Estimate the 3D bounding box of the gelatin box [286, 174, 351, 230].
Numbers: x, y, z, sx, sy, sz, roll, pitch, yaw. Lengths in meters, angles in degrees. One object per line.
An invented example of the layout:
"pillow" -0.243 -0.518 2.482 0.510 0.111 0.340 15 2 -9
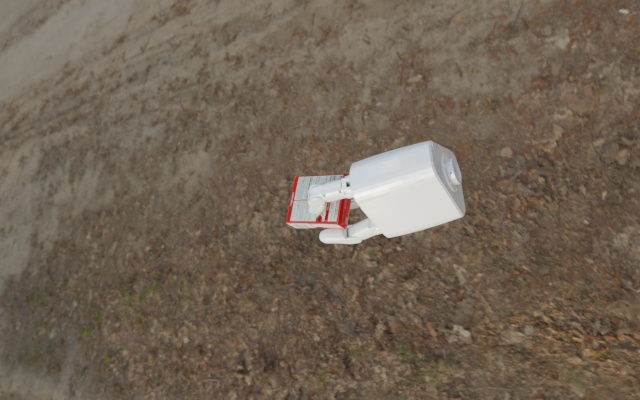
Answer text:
"gelatin box" 0.000 0.002 0.678 0.089 0.073 0.030 -1 -20 31
